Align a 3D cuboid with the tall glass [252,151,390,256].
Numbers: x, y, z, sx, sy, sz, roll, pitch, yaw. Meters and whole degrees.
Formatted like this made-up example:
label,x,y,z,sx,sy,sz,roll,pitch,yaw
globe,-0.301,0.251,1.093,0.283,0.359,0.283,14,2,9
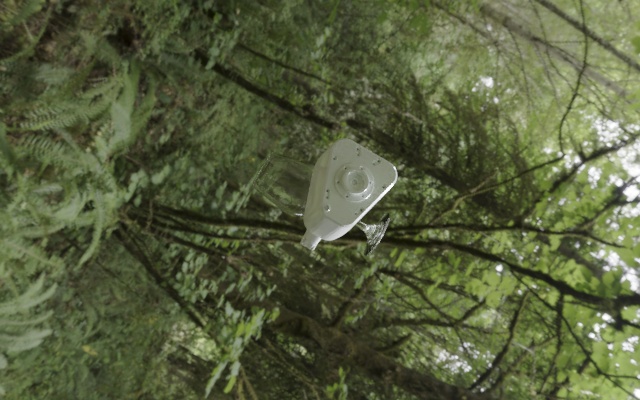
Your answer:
label,x,y,z,sx,sy,sz,roll,pitch,yaw
tall glass,0.001,0.003,0.717,0.201,0.079,0.079,30,-2,-4
